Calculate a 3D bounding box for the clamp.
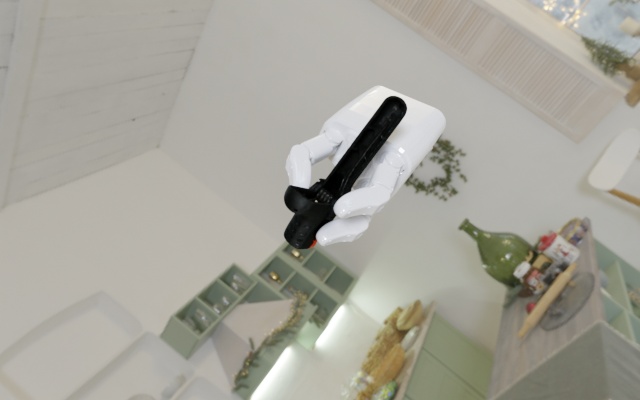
[{"bbox_3d":[-0.001,0.001,0.485,0.164,0.036,0.210,-41,-12,-38],"label":"clamp"}]
